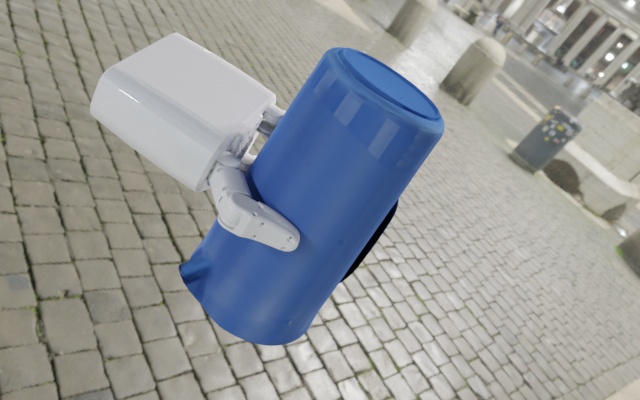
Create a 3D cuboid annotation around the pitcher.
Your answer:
[{"bbox_3d":[0.000,0.001,0.417,0.145,0.243,0.149,35,28,-1],"label":"pitcher"}]
